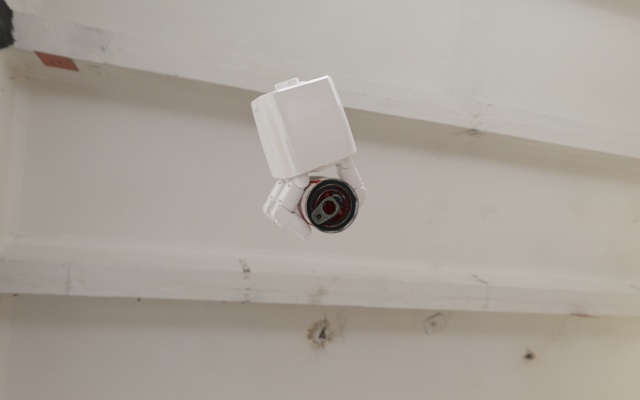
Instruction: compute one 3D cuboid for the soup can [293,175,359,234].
[{"bbox_3d":[0.000,0.002,0.625,0.068,0.068,0.102,0,5,-17],"label":"soup can"}]
